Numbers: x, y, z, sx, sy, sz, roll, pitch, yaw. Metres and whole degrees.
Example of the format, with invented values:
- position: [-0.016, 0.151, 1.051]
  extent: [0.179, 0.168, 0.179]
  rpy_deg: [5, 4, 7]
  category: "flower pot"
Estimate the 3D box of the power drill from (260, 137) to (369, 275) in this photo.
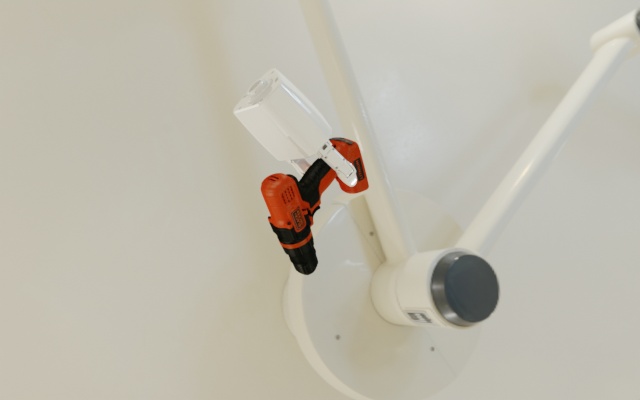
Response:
- position: [0.000, 0.002, 0.751]
  extent: [0.057, 0.185, 0.187]
  rpy_deg: [16, 47, 38]
  category: "power drill"
